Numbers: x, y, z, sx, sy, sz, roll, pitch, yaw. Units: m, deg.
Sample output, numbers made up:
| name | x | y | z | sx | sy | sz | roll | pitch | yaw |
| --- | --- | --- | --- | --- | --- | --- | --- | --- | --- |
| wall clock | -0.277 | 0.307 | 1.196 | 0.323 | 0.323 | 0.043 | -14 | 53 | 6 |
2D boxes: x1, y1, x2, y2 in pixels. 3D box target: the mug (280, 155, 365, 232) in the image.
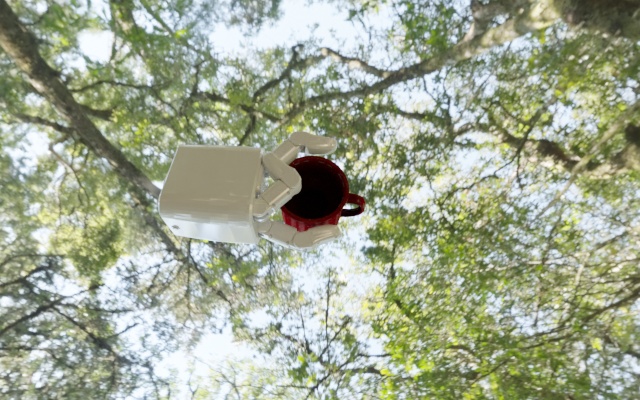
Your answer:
| name | x | y | z | sx | sy | sz | roll | pitch | yaw |
| --- | --- | --- | --- | --- | --- | --- | --- | --- | --- |
| mug | 0.002 | 0.002 | 0.624 | 0.117 | 0.093 | 0.081 | 4 | -24 | 1 |
